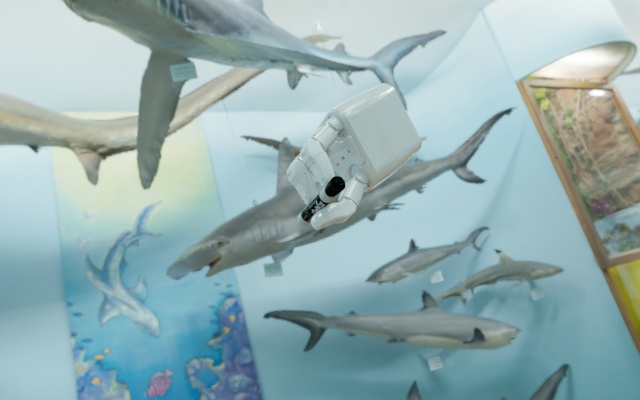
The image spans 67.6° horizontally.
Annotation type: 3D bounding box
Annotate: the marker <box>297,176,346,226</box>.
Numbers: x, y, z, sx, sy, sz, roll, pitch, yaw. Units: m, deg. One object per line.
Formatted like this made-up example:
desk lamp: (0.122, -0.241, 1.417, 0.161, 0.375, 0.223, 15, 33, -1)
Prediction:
marker: (0.000, 0.002, 0.580, 0.020, 0.020, 0.121, 0, -23, -23)
